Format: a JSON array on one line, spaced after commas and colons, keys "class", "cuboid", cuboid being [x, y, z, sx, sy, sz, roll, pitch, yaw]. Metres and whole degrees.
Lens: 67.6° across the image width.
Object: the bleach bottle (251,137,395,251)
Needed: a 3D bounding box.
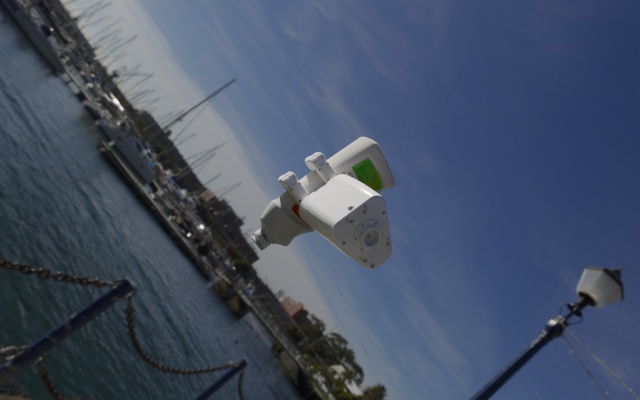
[{"class": "bleach bottle", "cuboid": [0.000, 0.002, 0.788, 0.251, 0.103, 0.068, -36, 30, -12]}]
